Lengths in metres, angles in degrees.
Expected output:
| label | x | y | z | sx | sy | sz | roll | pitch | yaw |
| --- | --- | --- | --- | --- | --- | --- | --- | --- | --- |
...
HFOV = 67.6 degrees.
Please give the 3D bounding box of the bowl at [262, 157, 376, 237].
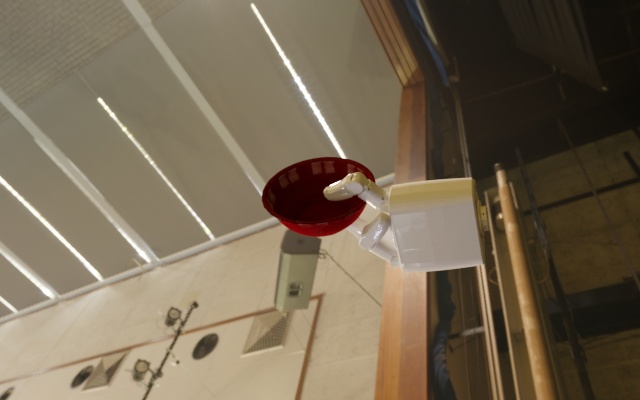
| label | x | y | z | sx | sy | sz | roll | pitch | yaw |
| --- | --- | --- | --- | --- | --- | --- | --- | --- | --- |
| bowl | -0.001 | 0.002 | 0.684 | 0.162 | 0.055 | 0.162 | -6 | 36 | 4 |
